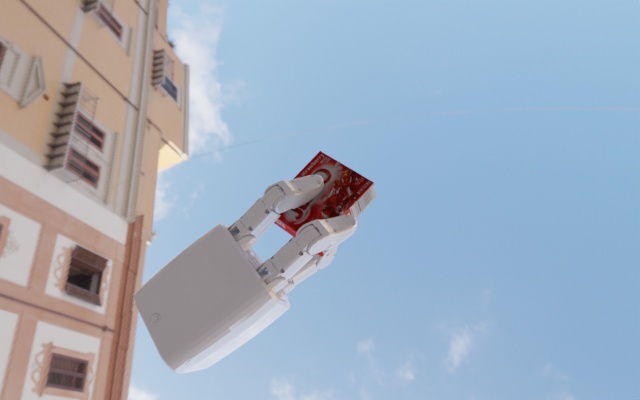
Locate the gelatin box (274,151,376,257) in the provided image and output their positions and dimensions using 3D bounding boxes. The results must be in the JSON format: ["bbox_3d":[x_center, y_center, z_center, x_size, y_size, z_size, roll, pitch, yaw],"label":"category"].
[{"bbox_3d":[0.000,0.002,0.479,0.073,0.089,0.030,33,-20,29],"label":"gelatin box"}]
